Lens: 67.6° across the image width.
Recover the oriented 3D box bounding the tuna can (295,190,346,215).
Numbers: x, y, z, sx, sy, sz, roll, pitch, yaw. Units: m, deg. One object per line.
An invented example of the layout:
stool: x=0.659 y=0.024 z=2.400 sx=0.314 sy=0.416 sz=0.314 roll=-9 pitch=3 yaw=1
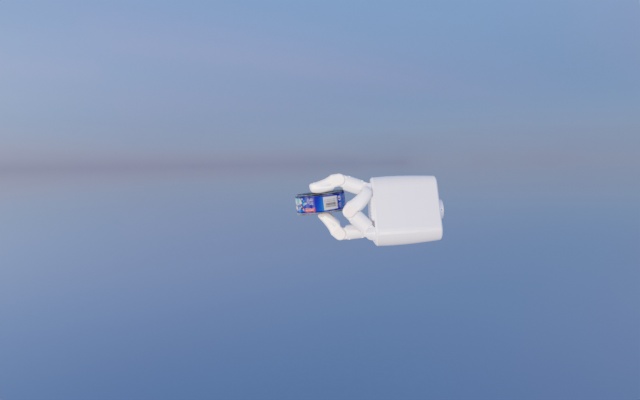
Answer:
tuna can: x=0.000 y=0.002 z=0.819 sx=0.086 sy=0.034 sz=0.086 roll=-7 pitch=4 yaw=0
